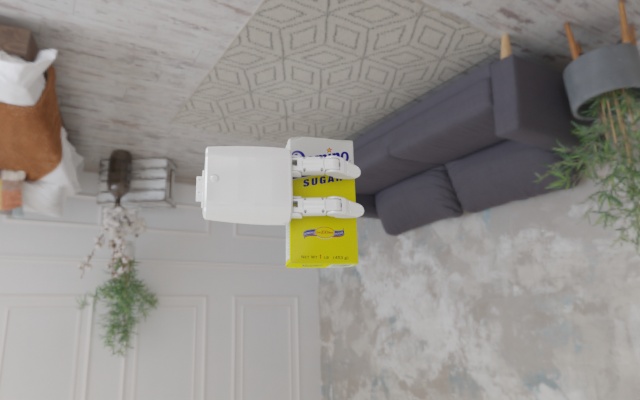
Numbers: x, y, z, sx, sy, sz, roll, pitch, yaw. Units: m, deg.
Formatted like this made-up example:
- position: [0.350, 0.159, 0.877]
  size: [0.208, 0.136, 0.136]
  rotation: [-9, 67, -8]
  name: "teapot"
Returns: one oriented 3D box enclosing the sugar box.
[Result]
- position: [0.000, 0.002, 0.650]
  size: [0.093, 0.176, 0.048]
  rotation: [2, -15, -13]
  name: "sugar box"
